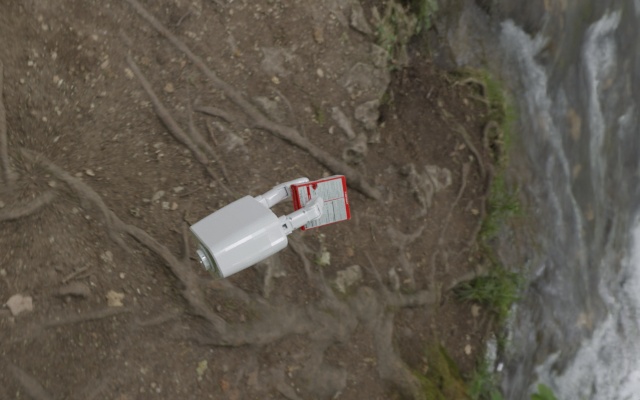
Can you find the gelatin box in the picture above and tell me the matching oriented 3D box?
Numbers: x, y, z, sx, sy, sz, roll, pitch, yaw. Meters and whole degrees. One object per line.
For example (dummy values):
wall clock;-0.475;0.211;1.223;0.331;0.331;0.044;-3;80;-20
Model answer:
gelatin box;0.001;0.002;0.771;0.089;0.073;0.030;-13;11;-22
